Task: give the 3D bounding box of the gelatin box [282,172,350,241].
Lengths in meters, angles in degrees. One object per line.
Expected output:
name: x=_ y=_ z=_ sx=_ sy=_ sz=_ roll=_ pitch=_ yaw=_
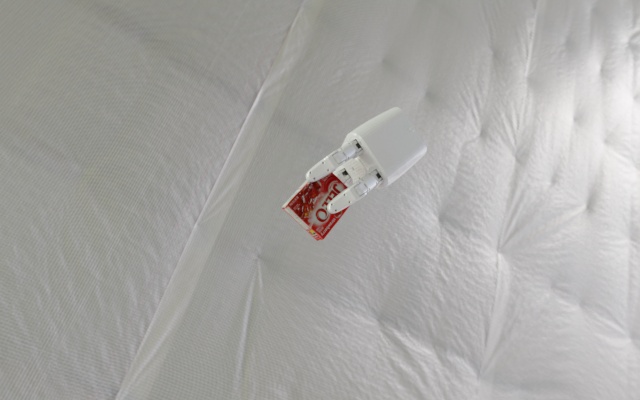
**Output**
gelatin box: x=0.000 y=0.003 z=0.700 sx=0.073 sy=0.089 sz=0.030 roll=44 pitch=-22 yaw=-9
